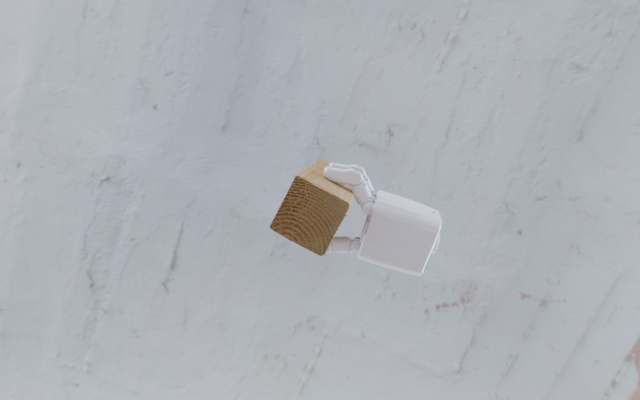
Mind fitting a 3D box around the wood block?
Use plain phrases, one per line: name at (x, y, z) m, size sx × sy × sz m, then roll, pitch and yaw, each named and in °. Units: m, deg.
wood block at (0.000, 0.003, 0.769) m, size 0.090 × 0.091 × 0.206 m, roll 28°, pitch 14°, yaw 3°
